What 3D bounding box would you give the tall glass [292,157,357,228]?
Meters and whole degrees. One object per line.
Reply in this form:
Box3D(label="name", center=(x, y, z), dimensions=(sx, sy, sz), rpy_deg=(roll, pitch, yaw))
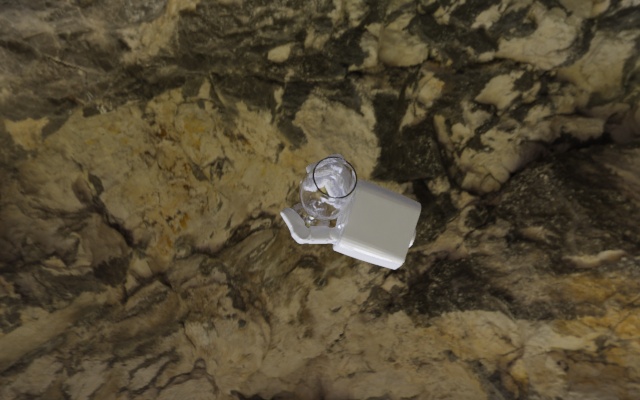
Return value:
Box3D(label="tall glass", center=(0.000, 0.003, 0.735), dimensions=(0.079, 0.079, 0.201), rpy_deg=(0, -20, -12))
